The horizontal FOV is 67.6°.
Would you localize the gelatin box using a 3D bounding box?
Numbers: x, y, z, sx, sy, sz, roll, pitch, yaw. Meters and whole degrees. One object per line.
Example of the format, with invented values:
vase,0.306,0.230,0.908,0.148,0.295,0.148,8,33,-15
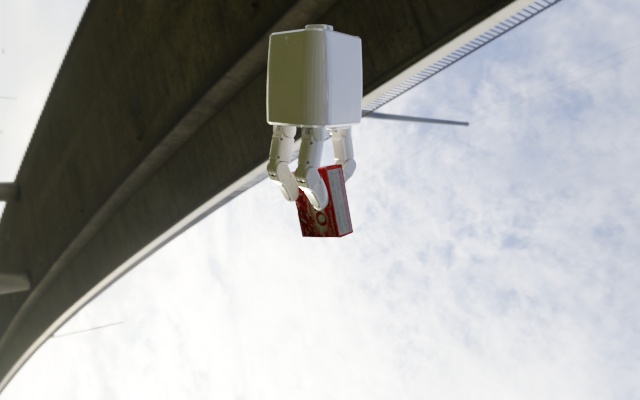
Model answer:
gelatin box,0.000,0.002,0.605,0.030,0.089,0.073,-16,7,-40
